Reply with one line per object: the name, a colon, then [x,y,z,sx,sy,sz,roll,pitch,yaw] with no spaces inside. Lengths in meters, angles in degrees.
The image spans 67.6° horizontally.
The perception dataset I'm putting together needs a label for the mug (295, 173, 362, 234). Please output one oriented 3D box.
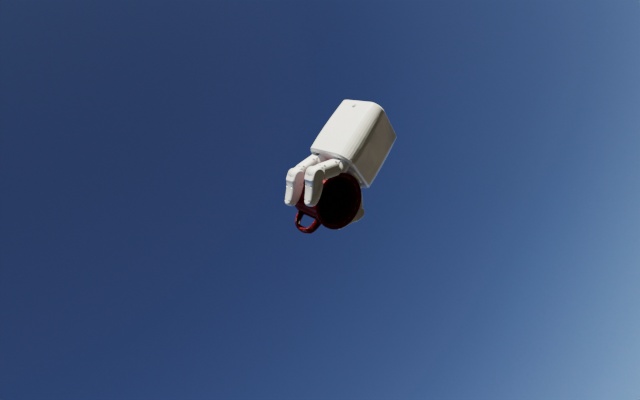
mug: [-0.001,0.004,0.786,0.081,0.117,0.093,21,-16,50]
